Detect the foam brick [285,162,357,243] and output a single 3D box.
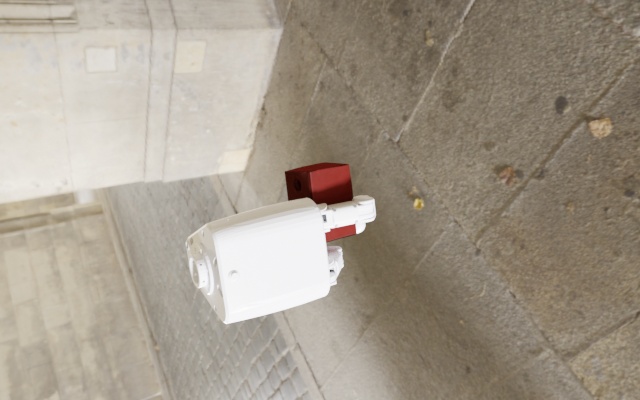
[{"bbox_3d":[0.000,0.001,0.505,0.051,0.078,0.053,-12,10,-29],"label":"foam brick"}]
